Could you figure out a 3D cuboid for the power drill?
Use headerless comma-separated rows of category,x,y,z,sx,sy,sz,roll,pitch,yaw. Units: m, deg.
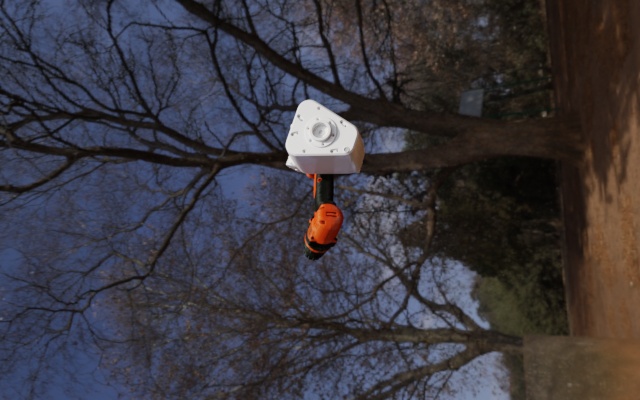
power drill,0.000,0.002,0.879,0.057,0.187,0.184,3,-27,-13
